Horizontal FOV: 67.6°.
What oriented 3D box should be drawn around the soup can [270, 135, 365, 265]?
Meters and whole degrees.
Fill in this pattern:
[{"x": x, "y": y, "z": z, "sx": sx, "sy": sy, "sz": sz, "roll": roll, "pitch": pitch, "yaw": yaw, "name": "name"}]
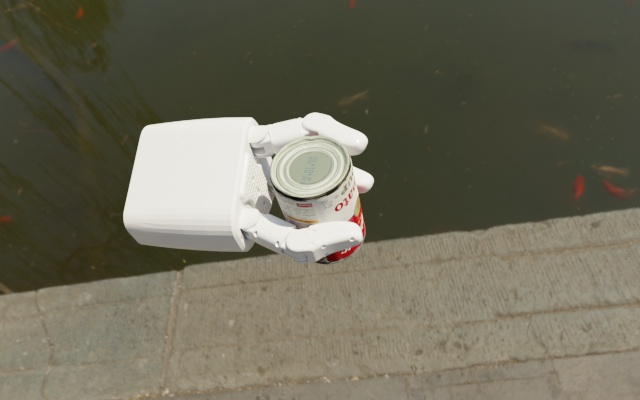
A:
[{"x": 0.000, "y": 0.001, "z": 0.415, "sx": 0.068, "sy": 0.068, "sz": 0.102, "roll": 0, "pitch": -36, "yaw": 13, "name": "soup can"}]
